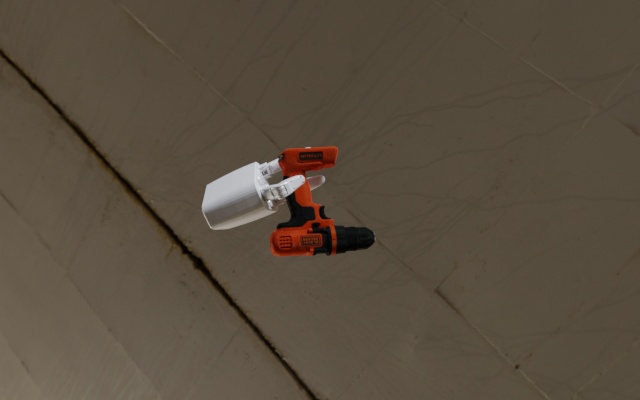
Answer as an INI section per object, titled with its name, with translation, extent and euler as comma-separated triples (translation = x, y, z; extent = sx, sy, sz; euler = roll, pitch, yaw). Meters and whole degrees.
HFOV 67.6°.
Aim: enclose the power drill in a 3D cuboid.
[power drill]
translation = 0.000, 0.002, 0.834
extent = 0.184, 0.187, 0.057
euler = -3, -8, -12
